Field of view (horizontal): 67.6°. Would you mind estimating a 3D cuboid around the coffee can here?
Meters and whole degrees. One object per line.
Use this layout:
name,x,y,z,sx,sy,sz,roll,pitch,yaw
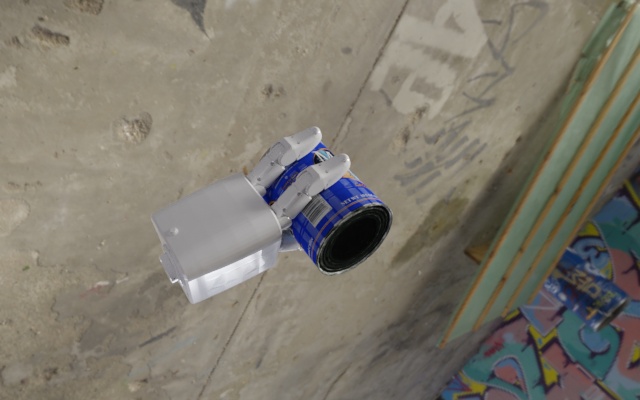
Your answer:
coffee can,0.000,0.002,0.555,0.103,0.103,0.140,0,37,-45
